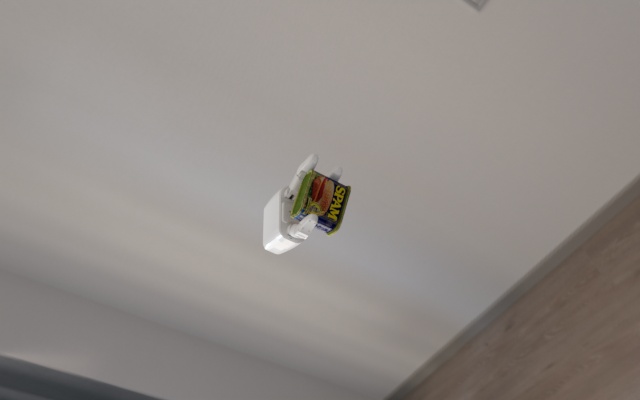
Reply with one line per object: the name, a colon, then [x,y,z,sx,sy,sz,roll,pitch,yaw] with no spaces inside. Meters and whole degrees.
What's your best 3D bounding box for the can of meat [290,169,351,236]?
can of meat: [0.000,0.003,0.890,0.084,0.102,0.057,25,-25,-17]
